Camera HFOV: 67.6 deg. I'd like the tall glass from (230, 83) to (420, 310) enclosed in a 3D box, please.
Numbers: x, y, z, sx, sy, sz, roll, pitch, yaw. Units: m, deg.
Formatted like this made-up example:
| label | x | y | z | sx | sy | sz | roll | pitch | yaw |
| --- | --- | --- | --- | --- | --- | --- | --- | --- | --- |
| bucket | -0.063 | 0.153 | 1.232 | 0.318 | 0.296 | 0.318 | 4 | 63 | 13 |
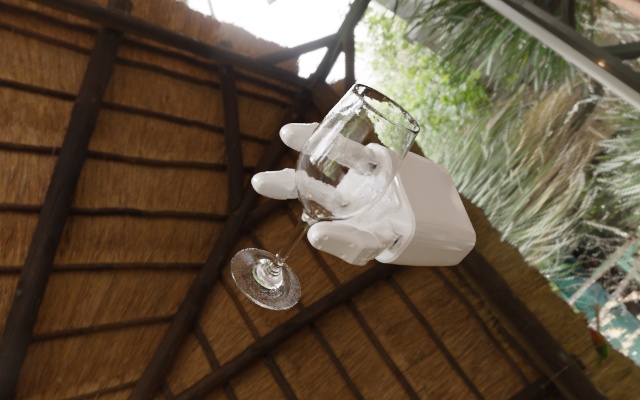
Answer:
| label | x | y | z | sx | sy | sz | roll | pitch | yaw |
| --- | --- | --- | --- | --- | --- | --- | --- | --- | --- |
| tall glass | 0.000 | 0.002 | 0.409 | 0.079 | 0.201 | 0.079 | 27 | 28 | -16 |
